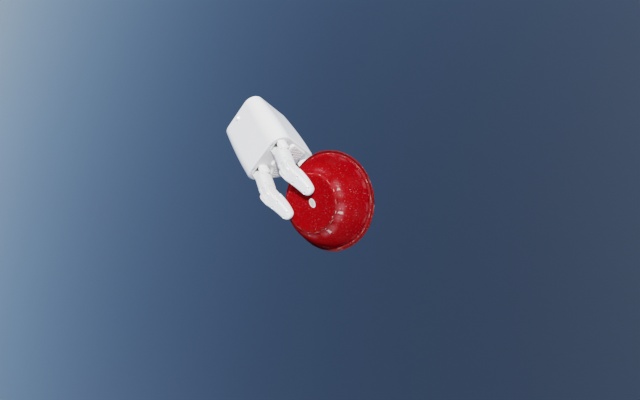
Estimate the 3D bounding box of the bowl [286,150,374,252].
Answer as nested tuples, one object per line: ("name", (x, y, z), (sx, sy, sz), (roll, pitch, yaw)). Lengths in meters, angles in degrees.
("bowl", (0.001, 0.003, 0.739), (0.162, 0.162, 0.055), (0, 4, 34))
